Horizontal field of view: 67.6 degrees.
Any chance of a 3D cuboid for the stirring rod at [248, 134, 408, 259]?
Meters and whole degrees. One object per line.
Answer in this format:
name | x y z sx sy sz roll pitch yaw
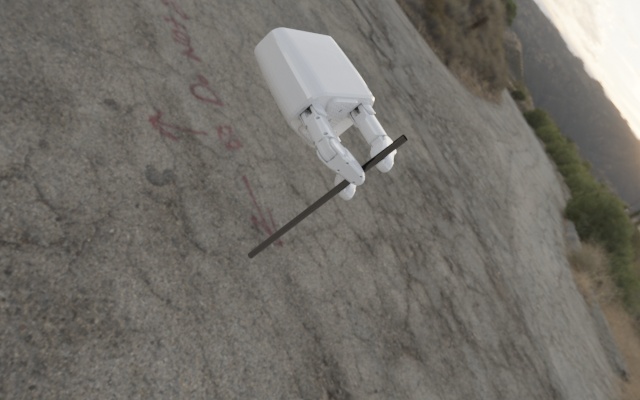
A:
stirring rod | 0.000 0.002 0.540 0.239 0.011 0.011 -37 -18 24
